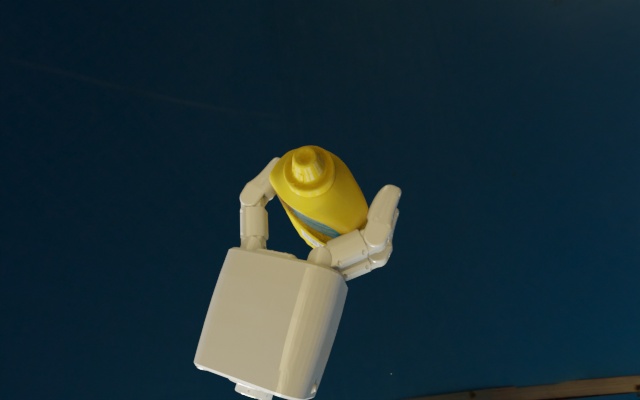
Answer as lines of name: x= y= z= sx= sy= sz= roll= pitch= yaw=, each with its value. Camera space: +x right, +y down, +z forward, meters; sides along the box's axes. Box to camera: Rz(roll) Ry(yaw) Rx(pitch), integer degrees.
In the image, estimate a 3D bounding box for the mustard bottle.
mustard bottle: x=0.000 y=0.001 z=0.443 sx=0.096 sy=0.058 sz=0.192 roll=36 pitch=-11 yaw=19
